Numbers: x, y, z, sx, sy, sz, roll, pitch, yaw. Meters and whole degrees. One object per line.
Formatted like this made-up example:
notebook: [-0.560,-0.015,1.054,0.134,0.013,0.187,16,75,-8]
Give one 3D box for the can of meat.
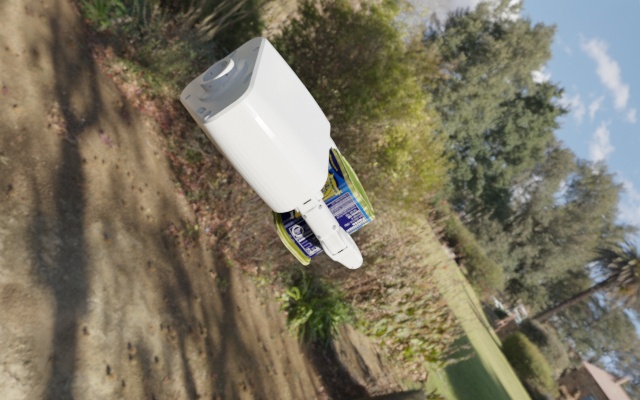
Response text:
can of meat: [0.000,0.001,0.480,0.084,0.057,0.102,-33,33,9]
